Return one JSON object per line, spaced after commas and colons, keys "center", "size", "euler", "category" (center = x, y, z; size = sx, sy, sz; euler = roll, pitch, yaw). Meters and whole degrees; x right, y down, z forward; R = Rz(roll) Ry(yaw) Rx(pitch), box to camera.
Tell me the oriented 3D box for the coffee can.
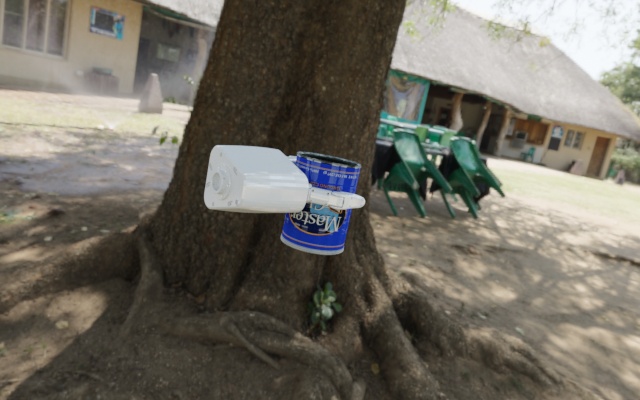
{"center": [0.000, 0.003, 0.750], "size": [0.103, 0.140, 0.103], "euler": [11, 11, -2], "category": "coffee can"}
